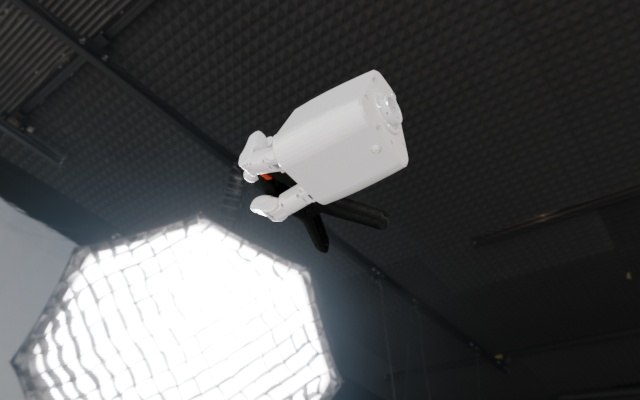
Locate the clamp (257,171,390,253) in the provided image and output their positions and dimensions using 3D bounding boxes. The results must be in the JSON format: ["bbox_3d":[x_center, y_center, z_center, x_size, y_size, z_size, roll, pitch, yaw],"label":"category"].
[{"bbox_3d":[0.000,0.001,0.579,0.120,0.039,0.171,-23,-49,30],"label":"clamp"}]
